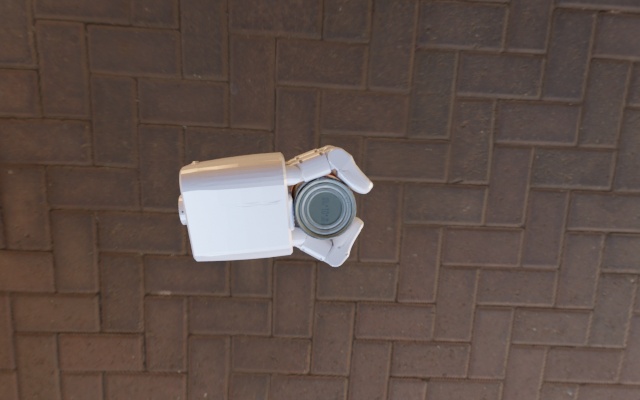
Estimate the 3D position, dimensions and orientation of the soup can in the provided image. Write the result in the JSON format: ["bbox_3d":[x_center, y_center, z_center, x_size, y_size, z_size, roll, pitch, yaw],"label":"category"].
[{"bbox_3d":[0.001,0.002,0.542,0.068,0.068,0.102,0,8,-6],"label":"soup can"}]
